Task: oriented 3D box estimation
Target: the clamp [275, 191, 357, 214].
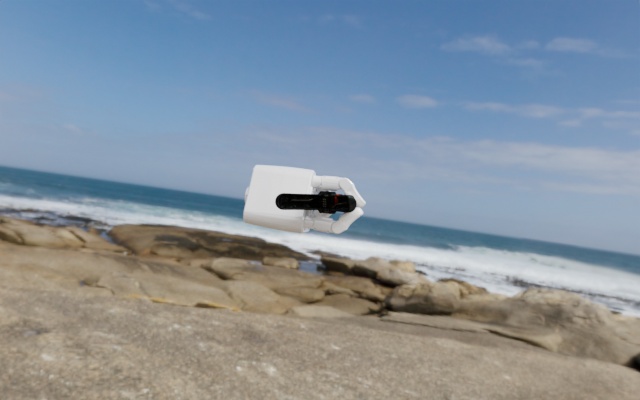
[{"bbox_3d":[0.000,0.002,0.756,0.120,0.039,0.171,8,-1,7],"label":"clamp"}]
